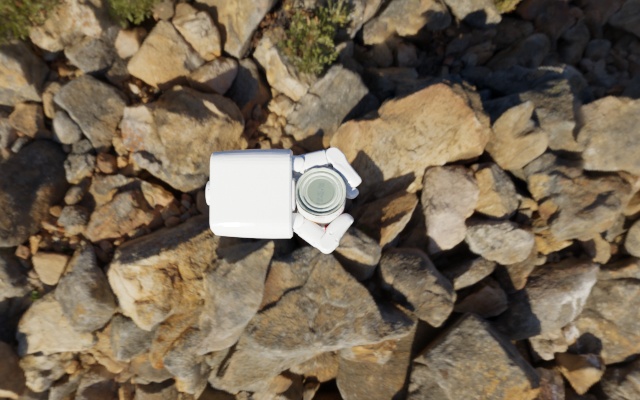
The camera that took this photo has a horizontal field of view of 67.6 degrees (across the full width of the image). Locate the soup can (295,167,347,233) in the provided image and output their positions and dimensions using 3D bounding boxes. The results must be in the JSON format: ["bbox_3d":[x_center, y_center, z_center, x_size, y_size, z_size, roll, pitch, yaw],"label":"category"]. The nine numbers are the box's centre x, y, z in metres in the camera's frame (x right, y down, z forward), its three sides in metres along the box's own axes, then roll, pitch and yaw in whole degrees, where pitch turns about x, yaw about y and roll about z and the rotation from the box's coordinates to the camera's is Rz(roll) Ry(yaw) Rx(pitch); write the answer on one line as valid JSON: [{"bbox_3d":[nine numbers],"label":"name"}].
[{"bbox_3d":[0.001,0.002,0.652,0.068,0.068,0.102,0,-17,0],"label":"soup can"}]
